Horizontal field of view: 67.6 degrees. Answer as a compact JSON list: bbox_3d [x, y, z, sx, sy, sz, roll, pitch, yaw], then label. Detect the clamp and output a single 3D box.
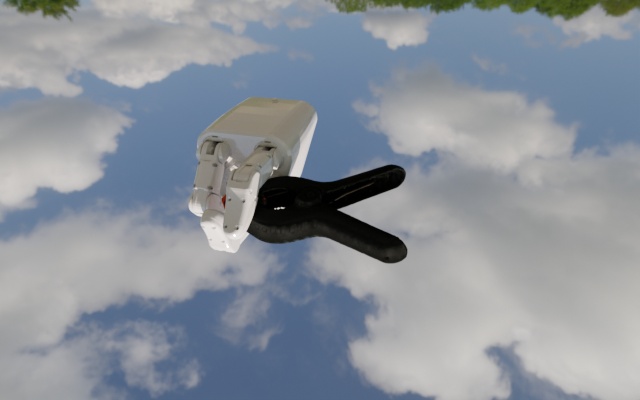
[{"bbox_3d":[0.000,0.002,0.435,0.171,0.039,0.120,8,34,14],"label":"clamp"}]
